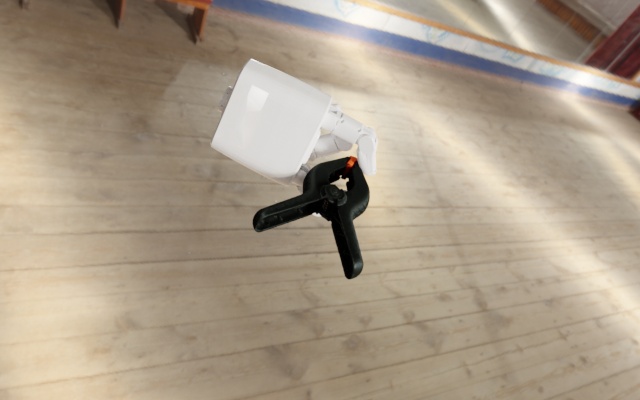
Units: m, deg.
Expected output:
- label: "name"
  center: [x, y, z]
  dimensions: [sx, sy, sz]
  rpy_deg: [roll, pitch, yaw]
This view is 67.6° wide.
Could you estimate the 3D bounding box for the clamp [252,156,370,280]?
- label: "clamp"
  center: [0.000, 0.001, 0.527]
  dimensions: [0.120, 0.039, 0.171]
  rpy_deg: [26, 39, -8]
